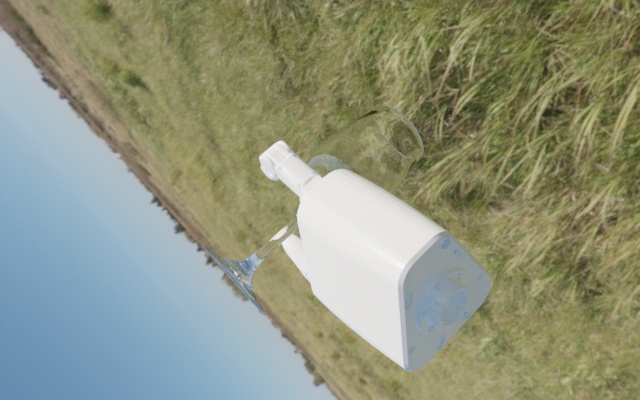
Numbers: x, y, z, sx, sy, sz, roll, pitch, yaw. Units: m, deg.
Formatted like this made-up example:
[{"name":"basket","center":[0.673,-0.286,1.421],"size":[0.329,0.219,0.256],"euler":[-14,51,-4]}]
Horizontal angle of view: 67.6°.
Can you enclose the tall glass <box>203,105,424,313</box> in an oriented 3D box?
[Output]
[{"name":"tall glass","center":[-0.001,0.002,0.417],"size":[0.201,0.079,0.079],"euler":[-42,12,-14]}]
